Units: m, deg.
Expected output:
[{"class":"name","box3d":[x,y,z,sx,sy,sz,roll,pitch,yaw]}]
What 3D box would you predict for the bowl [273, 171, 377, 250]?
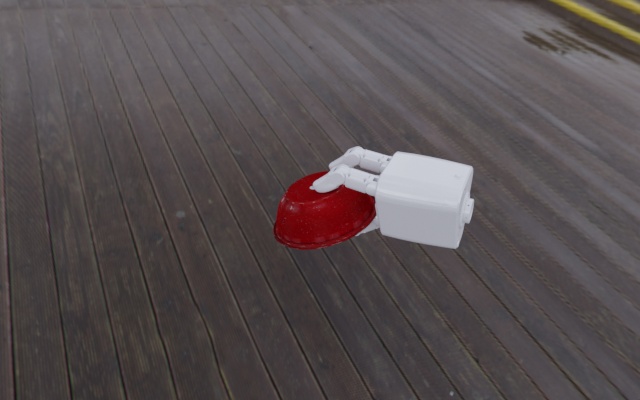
[{"class":"bowl","box3d":[-0.001,0.002,0.699,0.162,0.055,0.162,-14,28,8]}]
